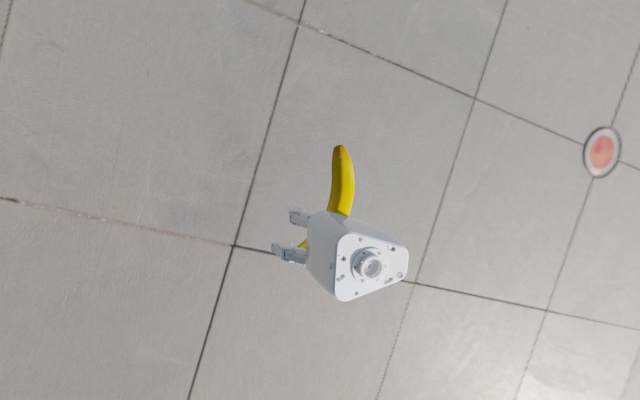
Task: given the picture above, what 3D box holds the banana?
[{"bbox_3d":[0.015,0.013,0.754,0.069,0.198,0.037,24,4,-21],"label":"banana"}]
